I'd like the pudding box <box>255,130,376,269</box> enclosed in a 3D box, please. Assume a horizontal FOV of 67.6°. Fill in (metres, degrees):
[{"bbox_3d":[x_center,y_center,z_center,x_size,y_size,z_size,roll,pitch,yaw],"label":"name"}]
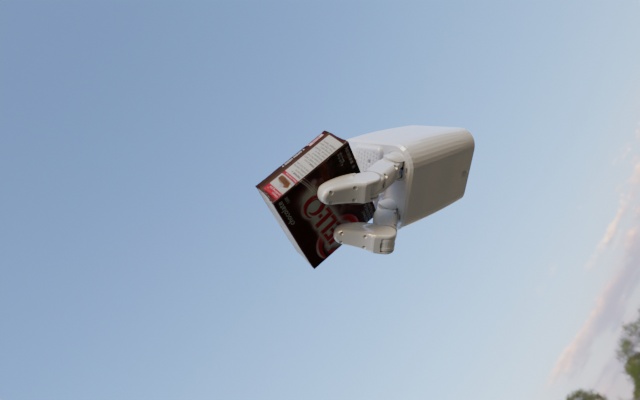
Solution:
[{"bbox_3d":[0.000,0.001,0.466,0.039,0.090,0.114,37,-17,43],"label":"pudding box"}]
